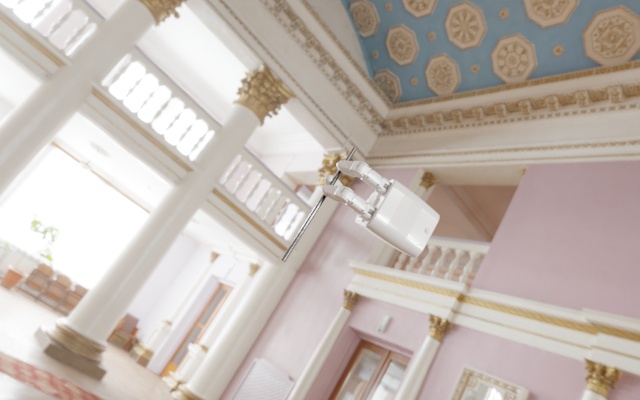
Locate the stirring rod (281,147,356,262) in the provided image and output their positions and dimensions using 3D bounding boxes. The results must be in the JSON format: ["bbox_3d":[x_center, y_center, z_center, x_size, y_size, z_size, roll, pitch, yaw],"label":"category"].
[{"bbox_3d":[0.000,0.003,0.820,0.011,0.239,0.011,29,-19,11],"label":"stirring rod"}]
